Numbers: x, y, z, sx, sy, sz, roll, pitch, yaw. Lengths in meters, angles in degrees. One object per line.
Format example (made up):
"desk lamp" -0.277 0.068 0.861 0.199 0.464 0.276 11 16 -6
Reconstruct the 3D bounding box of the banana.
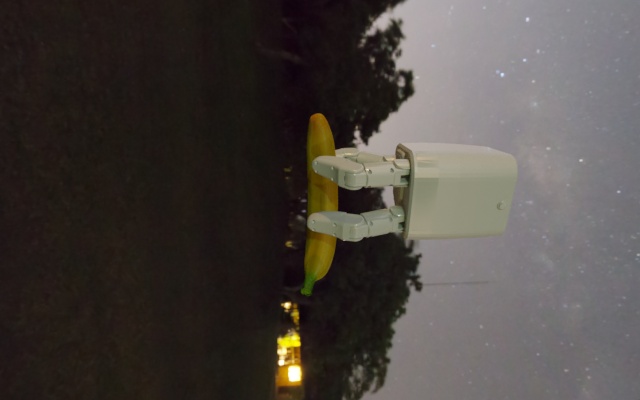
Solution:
"banana" 0.001 0.004 0.541 0.037 0.198 0.069 2 5 4
